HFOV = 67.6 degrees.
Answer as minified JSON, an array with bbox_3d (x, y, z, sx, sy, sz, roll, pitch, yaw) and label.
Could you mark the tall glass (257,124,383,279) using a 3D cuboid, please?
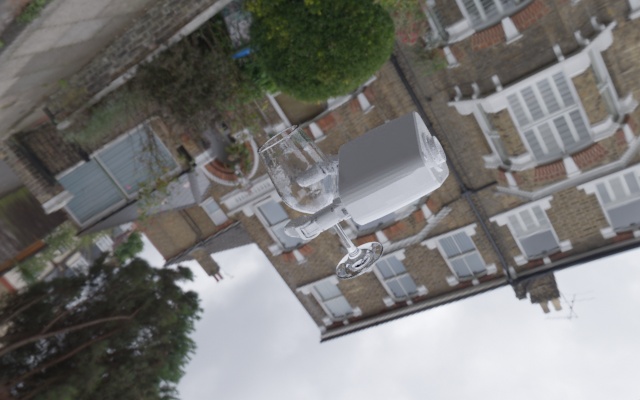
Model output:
[{"bbox_3d":[0.000,0.003,0.617,0.079,0.201,0.079,-31,17,11],"label":"tall glass"}]
